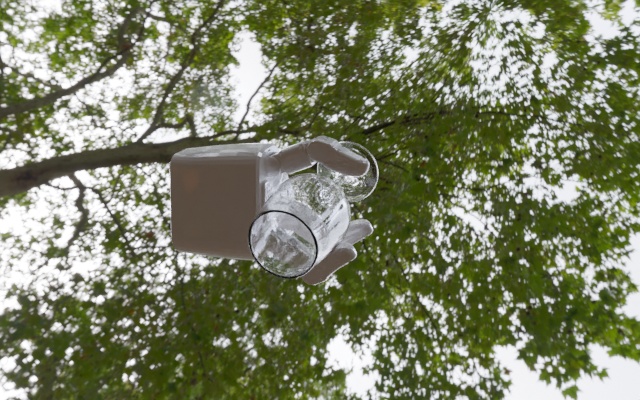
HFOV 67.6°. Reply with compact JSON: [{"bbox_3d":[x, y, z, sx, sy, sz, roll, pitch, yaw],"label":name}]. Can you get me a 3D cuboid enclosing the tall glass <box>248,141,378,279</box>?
[{"bbox_3d":[0.000,0.001,0.473,0.079,0.079,0.201,0,21,19],"label":"tall glass"}]
